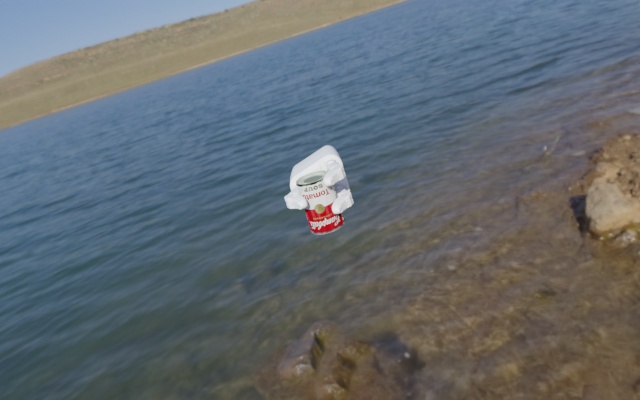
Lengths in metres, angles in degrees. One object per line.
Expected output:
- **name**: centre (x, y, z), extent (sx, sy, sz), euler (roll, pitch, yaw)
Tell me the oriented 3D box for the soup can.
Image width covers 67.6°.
- **soup can**: centre (0.000, 0.003, 0.889), extent (0.068, 0.102, 0.068), euler (-16, 19, 6)
